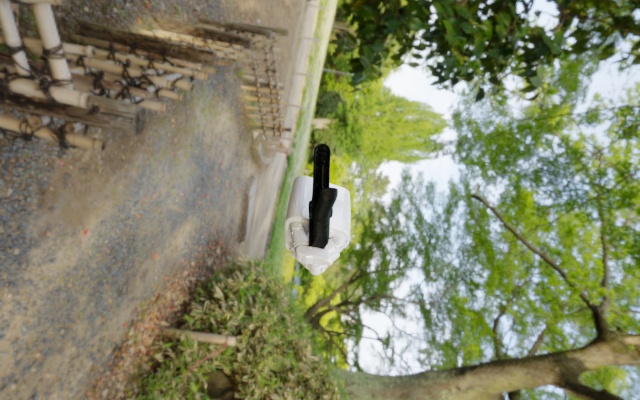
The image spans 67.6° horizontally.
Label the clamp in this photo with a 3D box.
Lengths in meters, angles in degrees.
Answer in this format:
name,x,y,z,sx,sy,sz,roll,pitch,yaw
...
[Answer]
name,x,y,z,sx,sy,sz,roll,pitch,yaw
clamp,0.001,0.003,0.727,0.039,0.120,0.172,7,-43,-5
